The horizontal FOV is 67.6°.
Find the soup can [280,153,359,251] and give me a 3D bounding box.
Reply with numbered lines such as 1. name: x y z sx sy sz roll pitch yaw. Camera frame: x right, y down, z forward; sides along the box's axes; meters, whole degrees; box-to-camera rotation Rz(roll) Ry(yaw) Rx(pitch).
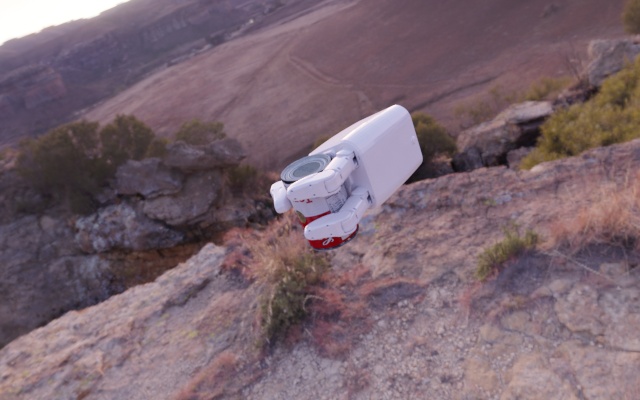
1. soup can: 0.000 0.002 0.589 0.068 0.102 0.068 -18 26 9
